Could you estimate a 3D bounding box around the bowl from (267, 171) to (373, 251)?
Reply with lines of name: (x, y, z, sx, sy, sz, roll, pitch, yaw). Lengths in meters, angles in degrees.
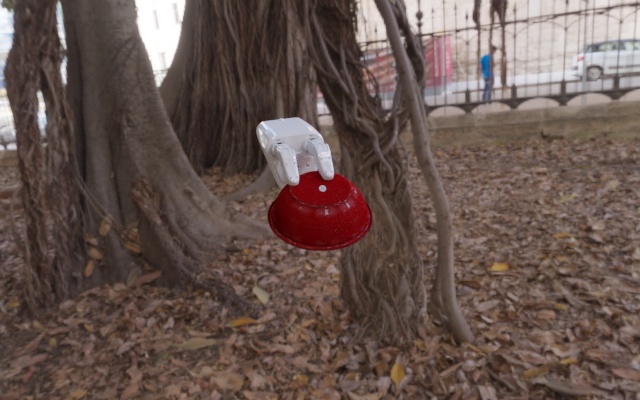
bowl: (0.001, 0.003, 0.717, 0.162, 0.055, 0.162, 1, 38, -1)
